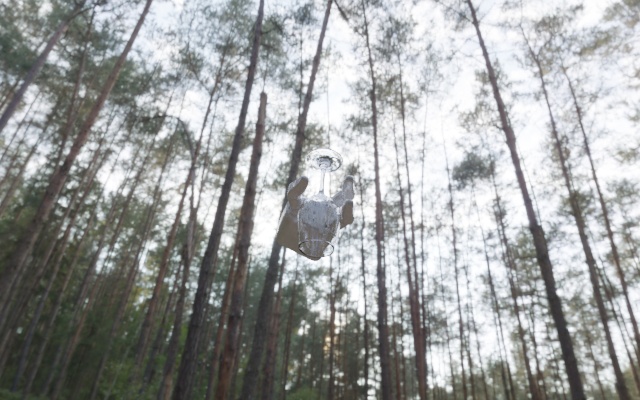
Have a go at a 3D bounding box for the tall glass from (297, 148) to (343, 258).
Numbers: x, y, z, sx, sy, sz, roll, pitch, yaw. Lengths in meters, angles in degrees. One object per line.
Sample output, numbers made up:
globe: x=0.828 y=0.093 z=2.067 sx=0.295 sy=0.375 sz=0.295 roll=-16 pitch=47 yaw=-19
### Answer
tall glass: x=0.000 y=0.002 z=0.875 sx=0.079 sy=0.201 sz=0.079 roll=3 pitch=-36 yaw=2
